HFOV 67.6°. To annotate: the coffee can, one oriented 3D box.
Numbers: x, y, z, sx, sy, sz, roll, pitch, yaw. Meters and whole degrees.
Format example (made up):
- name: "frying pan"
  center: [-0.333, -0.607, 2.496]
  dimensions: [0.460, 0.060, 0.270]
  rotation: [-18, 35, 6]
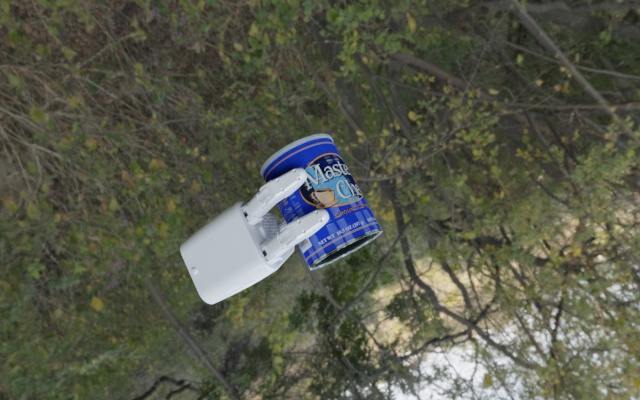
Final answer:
- name: "coffee can"
  center: [0.000, 0.002, 0.602]
  dimensions: [0.103, 0.140, 0.103]
  rotation: [-26, -13, -6]
